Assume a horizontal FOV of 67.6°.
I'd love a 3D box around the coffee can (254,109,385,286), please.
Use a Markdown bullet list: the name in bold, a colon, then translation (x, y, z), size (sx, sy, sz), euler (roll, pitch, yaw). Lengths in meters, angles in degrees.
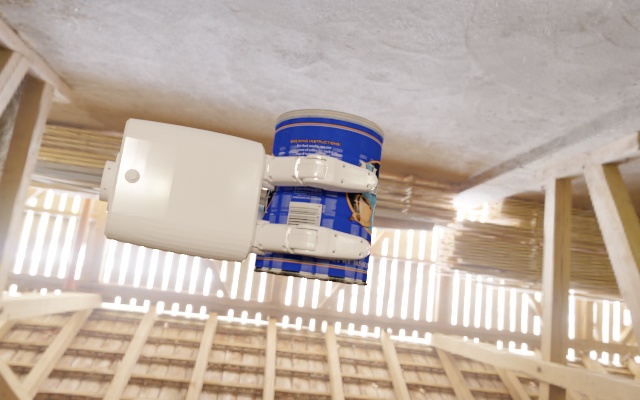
- **coffee can**: translation (0.000, 0.001, 0.436), size (0.103, 0.140, 0.103), euler (7, -10, 1)
